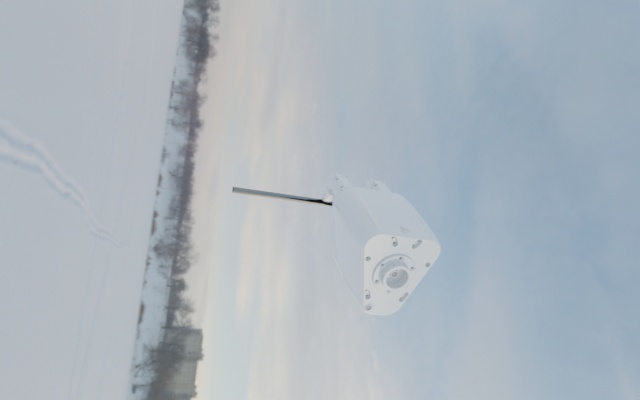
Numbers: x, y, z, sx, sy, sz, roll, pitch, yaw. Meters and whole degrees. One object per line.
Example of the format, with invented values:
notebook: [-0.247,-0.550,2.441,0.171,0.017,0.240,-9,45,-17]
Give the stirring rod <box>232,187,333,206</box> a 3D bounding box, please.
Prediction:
stirring rod: [0.000,0.002,0.653,0.239,0.011,0.011,8,-3,-19]
